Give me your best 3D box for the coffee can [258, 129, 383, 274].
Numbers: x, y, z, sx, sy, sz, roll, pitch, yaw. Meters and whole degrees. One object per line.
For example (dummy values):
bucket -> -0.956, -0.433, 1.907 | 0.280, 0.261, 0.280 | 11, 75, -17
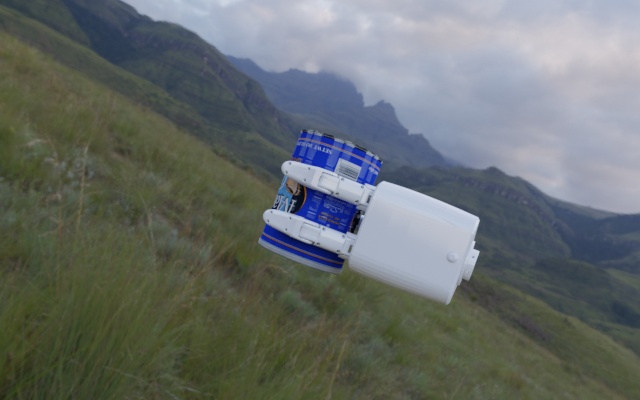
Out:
coffee can -> 0.000, 0.002, 0.556 | 0.103, 0.140, 0.103 | 21, -1, 0
